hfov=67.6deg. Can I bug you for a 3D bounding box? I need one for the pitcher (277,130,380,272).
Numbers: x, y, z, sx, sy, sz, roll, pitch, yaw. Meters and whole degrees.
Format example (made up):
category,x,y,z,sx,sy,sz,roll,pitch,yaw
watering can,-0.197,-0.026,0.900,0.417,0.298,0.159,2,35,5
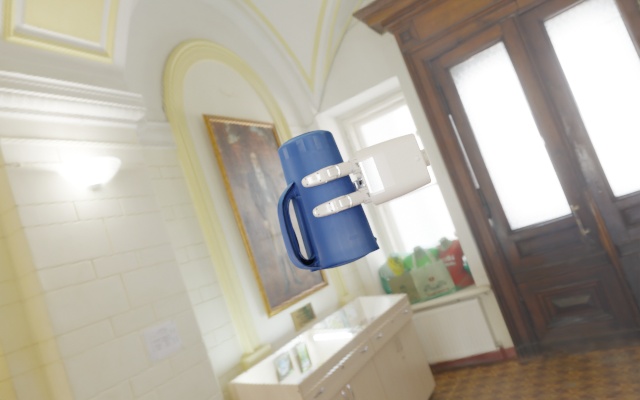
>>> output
category,x,y,z,sx,sy,sz,roll,pitch,yaw
pitcher,0.000,0.003,0.866,0.145,0.243,0.149,-20,-5,10
